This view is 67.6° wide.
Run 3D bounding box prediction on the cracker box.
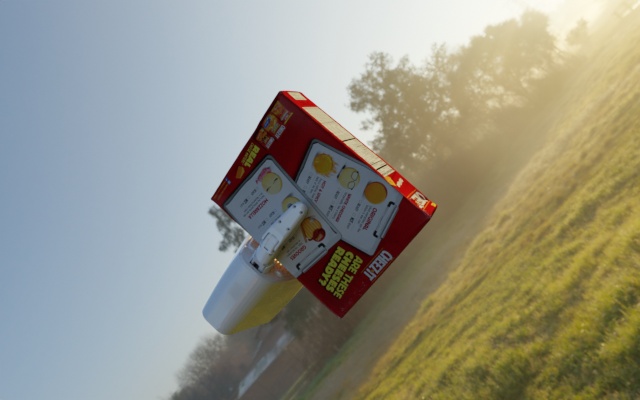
[{"bbox_3d":[0.000,0.002,0.558,0.213,0.164,0.072,41,24,9],"label":"cracker box"}]
